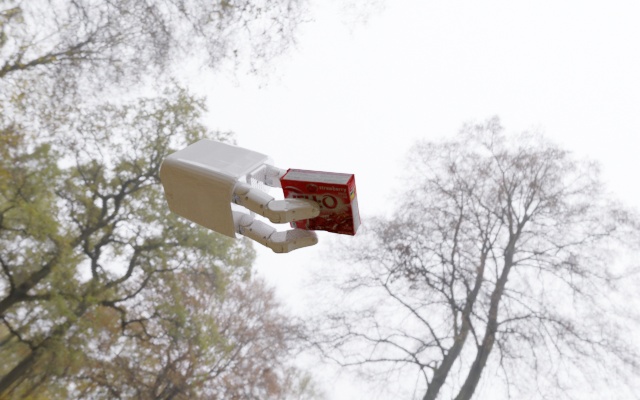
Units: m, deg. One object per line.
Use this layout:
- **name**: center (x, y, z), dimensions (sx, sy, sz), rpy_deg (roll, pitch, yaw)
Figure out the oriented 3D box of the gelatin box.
- **gelatin box**: center (0.001, 0.002, 0.572), dimensions (0.089, 0.073, 0.030), rpy_deg (6, 36, 23)
